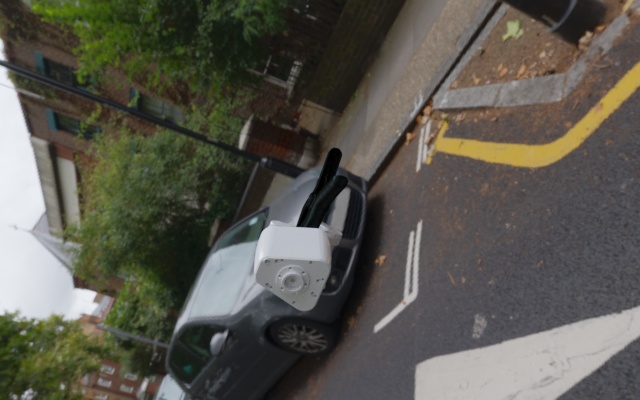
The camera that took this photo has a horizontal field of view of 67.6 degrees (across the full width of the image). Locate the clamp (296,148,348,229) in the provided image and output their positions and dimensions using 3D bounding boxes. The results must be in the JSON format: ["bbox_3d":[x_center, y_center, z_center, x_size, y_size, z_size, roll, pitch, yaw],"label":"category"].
[{"bbox_3d":[-0.001,0.002,0.799,0.039,0.171,0.120,21,18,-8],"label":"clamp"}]
